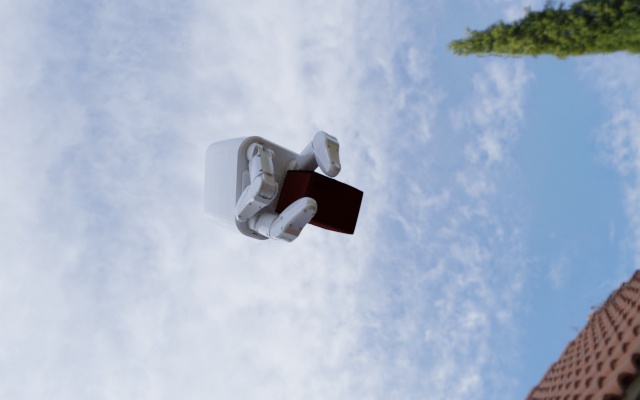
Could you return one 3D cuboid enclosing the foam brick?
[{"bbox_3d":[0.000,0.002,0.536,0.078,0.053,0.051,22,-9,-35],"label":"foam brick"}]
